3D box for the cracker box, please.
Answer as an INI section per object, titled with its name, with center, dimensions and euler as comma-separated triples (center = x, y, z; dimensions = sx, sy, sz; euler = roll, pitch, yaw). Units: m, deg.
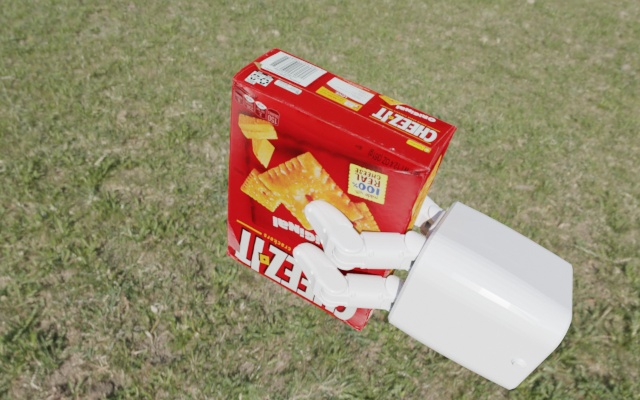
[cracker box]
center = 0.000, 0.001, 0.421
dimensions = 0.164, 0.214, 0.072
euler = 28, 46, 15
